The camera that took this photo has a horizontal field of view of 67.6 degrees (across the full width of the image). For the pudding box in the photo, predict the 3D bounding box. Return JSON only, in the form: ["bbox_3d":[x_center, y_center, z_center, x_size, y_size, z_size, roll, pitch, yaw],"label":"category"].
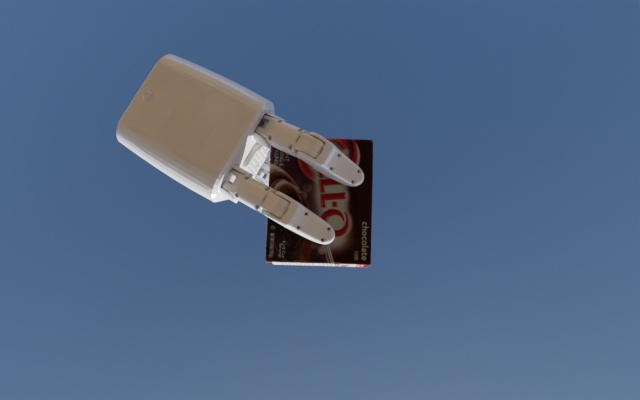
[{"bbox_3d":[0.000,0.001,0.423,0.090,0.113,0.039,1,-8,1],"label":"pudding box"}]
